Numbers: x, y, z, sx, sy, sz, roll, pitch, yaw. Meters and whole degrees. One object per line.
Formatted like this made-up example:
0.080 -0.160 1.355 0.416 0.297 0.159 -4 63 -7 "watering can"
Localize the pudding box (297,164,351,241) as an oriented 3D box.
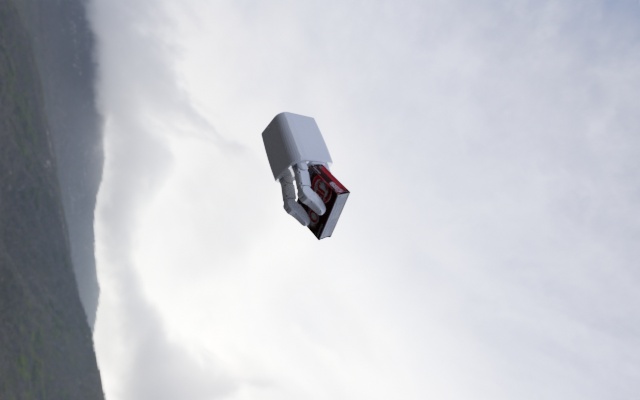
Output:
0.000 0.003 0.889 0.039 0.114 0.090 -11 45 -37 "pudding box"
